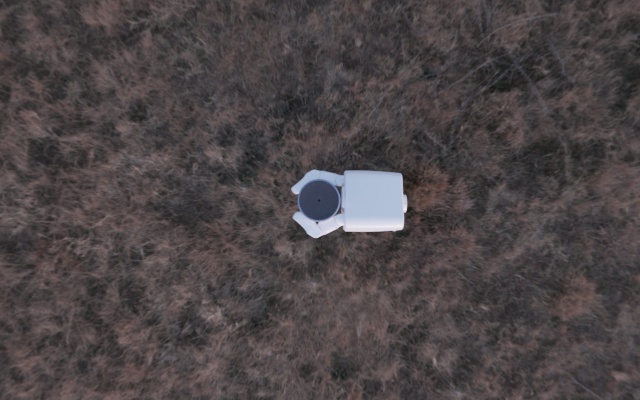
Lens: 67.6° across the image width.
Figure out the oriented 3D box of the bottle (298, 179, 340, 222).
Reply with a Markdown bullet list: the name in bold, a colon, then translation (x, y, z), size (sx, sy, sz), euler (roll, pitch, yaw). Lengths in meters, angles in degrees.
- **bottle**: translation (0.000, 0.003, 0.883), size (0.069, 0.069, 0.296), euler (0, -1, 1)
